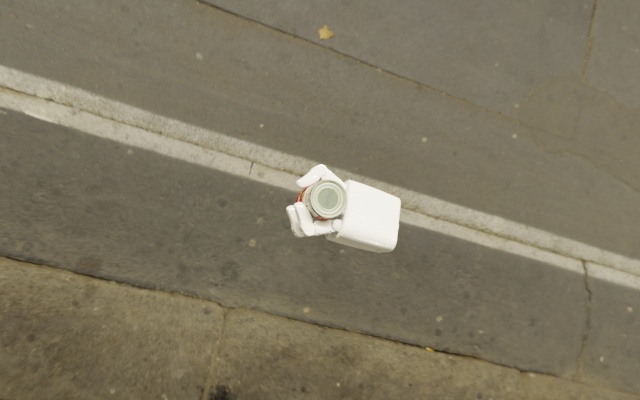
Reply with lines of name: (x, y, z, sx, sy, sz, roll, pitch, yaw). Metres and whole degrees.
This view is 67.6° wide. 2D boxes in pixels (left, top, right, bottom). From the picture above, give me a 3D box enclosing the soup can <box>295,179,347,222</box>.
soup can: (0.000, 0.002, 0.837, 0.068, 0.068, 0.102, 0, -6, -16)
